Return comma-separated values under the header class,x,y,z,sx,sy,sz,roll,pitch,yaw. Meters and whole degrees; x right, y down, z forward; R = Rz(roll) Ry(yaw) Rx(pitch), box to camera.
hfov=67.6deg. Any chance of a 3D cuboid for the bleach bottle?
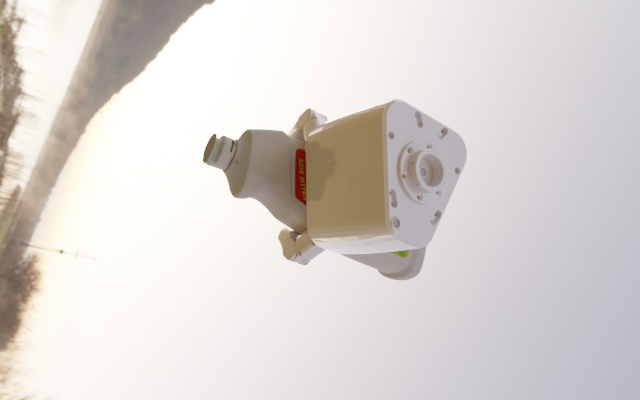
class,x,y,z,sx,sy,sz,roll,pitch,yaw
bleach bottle,0.000,0.002,0.486,0.251,0.102,0.068,22,-17,-29
